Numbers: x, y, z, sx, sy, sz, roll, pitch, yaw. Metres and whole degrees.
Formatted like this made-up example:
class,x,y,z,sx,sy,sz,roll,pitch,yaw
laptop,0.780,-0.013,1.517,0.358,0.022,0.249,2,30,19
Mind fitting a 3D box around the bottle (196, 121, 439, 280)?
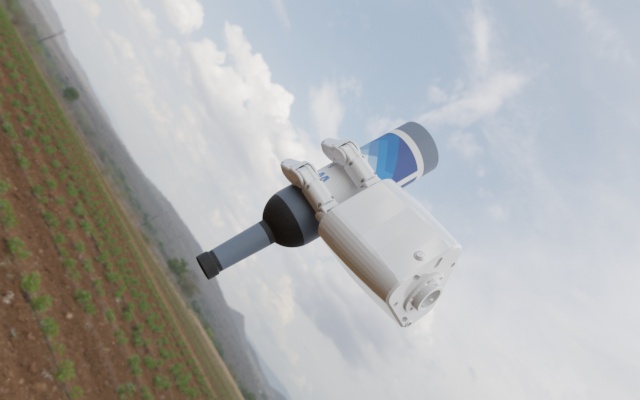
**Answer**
class,x,y,z,sx,sy,sz,roll,pitch,yaw
bottle,0.000,0.002,0.536,0.295,0.069,0.069,-29,10,-19
